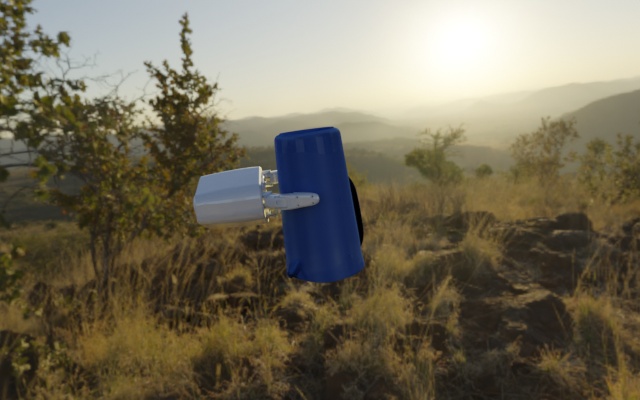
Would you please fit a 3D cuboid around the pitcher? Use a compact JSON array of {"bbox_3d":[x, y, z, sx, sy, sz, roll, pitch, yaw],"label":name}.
[{"bbox_3d":[0.000,0.003,0.796,0.145,0.243,0.149,-8,11,-1],"label":"pitcher"}]
